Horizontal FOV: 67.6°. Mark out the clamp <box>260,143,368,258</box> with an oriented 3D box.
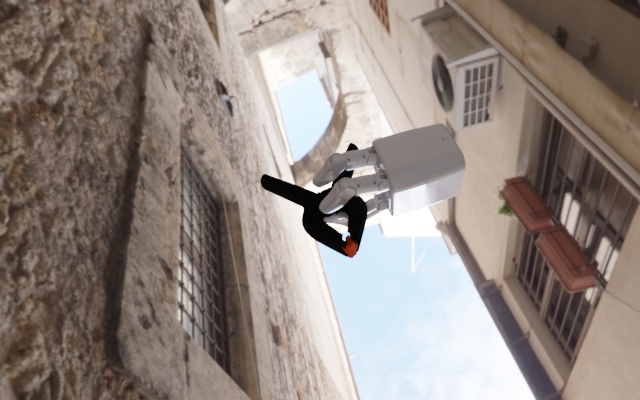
[{"bbox_3d":[0.001,0.003,0.699,0.164,0.036,0.209,-16,45,0],"label":"clamp"}]
